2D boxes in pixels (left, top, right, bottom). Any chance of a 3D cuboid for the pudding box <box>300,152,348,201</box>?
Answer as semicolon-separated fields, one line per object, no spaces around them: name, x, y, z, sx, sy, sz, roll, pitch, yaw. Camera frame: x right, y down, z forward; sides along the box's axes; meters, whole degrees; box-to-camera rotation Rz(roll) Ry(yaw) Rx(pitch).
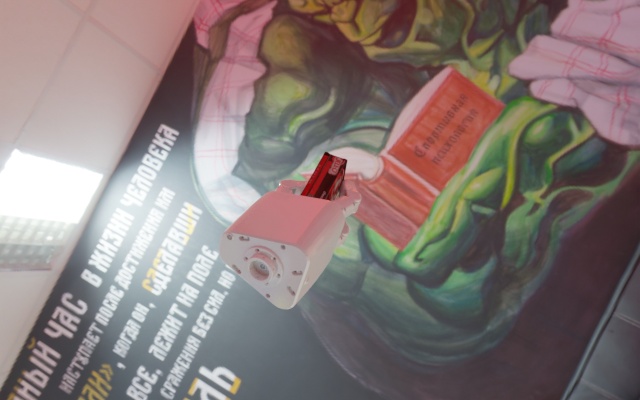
pudding box;0.000;0.002;0.657;0.039;0.090;0.114;24;-31;9
